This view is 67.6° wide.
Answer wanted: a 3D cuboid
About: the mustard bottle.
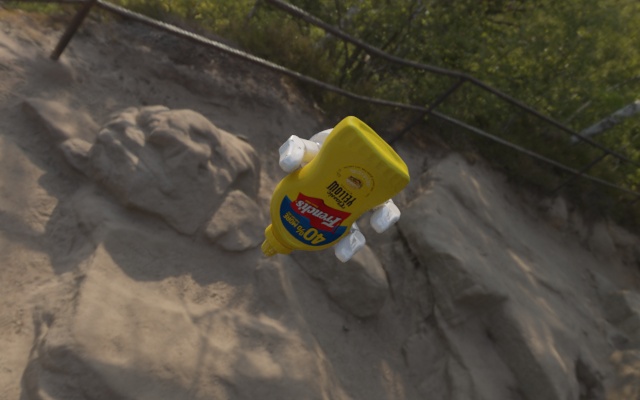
[{"bbox_3d":[0.000,0.002,0.540,0.096,0.192,0.058,39,25,-19],"label":"mustard bottle"}]
